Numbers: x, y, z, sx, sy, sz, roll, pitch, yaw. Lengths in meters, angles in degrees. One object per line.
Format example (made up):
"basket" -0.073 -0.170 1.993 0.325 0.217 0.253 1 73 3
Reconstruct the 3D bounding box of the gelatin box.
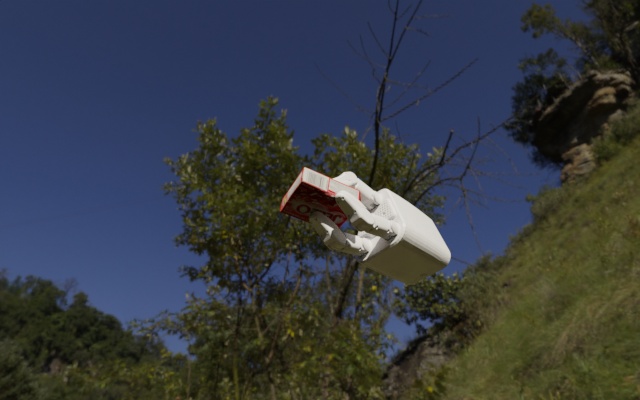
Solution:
"gelatin box" 0.000 0.002 0.653 0.089 0.030 0.073 22 -44 -16
